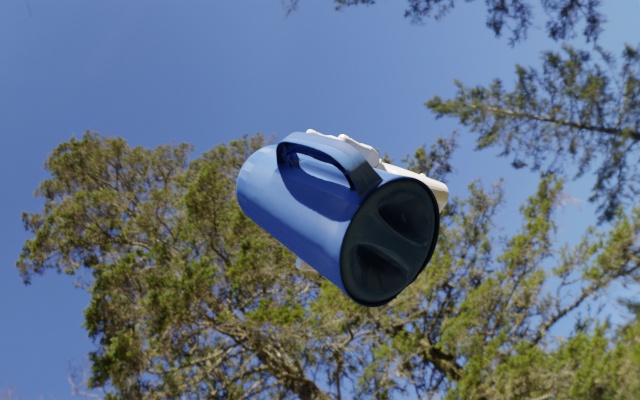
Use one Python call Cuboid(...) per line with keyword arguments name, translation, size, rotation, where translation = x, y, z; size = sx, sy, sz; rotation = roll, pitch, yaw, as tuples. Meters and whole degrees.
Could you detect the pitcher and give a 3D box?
Cuboid(name="pitcher", translation=(0.000, 0.002, 0.540), size=(0.145, 0.149, 0.242), rotation=(8, 11, -40))
